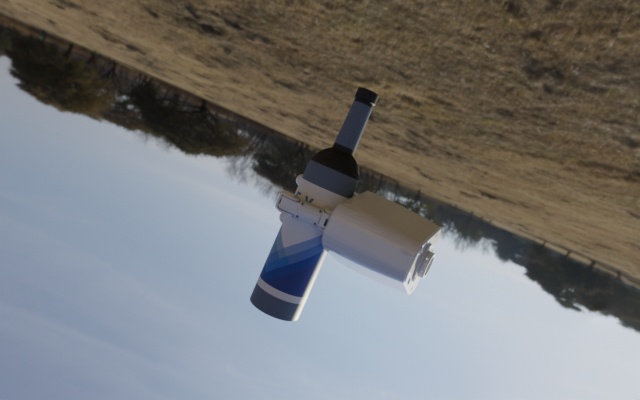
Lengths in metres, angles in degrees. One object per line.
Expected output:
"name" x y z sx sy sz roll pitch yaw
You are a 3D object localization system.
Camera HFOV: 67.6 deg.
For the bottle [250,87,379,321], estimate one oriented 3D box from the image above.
"bottle" 0.000 0.002 0.592 0.069 0.296 0.069 23 4 -2
